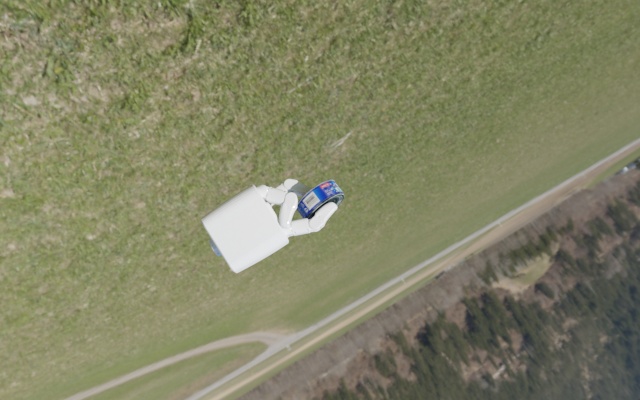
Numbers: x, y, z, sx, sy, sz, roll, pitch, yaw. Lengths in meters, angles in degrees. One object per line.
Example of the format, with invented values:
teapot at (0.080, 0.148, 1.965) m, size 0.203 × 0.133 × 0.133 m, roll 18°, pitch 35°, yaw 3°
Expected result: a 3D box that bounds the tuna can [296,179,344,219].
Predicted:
tuna can at (0.001, 0.003, 0.851) m, size 0.086 × 0.033 × 0.086 m, roll -34°, pitch -17°, yaw -12°
